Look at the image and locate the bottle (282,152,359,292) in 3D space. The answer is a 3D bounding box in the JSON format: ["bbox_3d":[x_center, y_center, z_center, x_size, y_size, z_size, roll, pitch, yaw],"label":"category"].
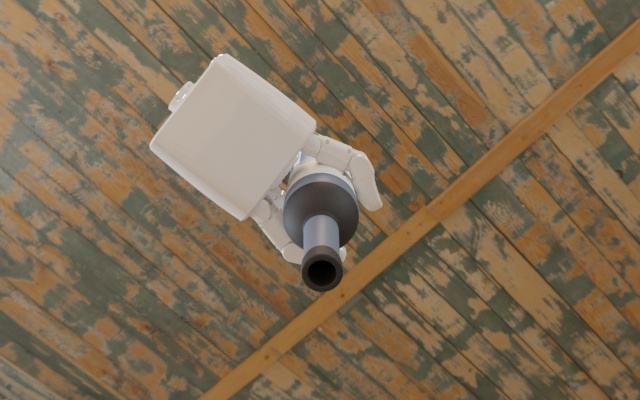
[{"bbox_3d":[0.000,0.001,0.446,0.069,0.069,0.295,0,18,0],"label":"bottle"}]
